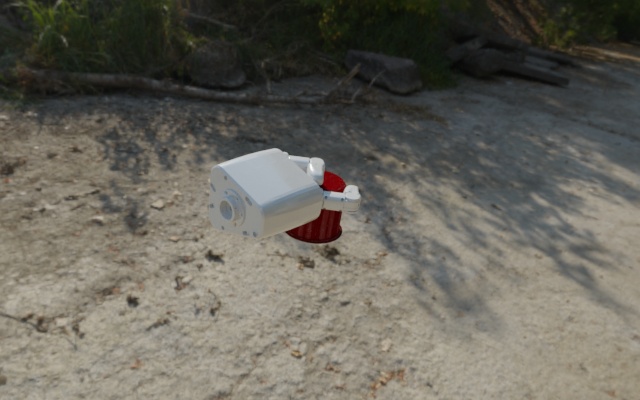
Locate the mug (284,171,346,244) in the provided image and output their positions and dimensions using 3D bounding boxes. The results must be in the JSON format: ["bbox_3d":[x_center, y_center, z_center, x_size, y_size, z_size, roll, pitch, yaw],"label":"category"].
[{"bbox_3d":[0.001,0.002,0.715,0.093,0.081,0.117,27,31,32],"label":"mug"}]
